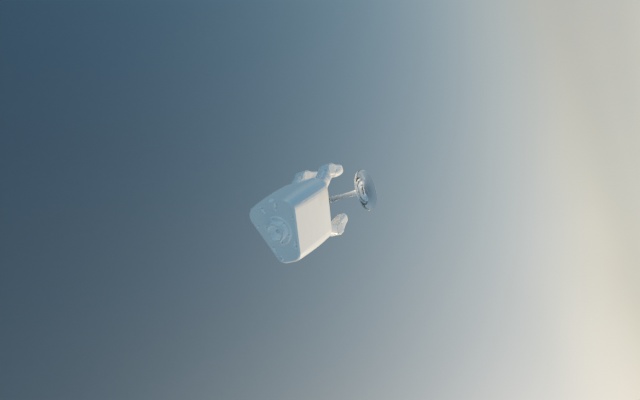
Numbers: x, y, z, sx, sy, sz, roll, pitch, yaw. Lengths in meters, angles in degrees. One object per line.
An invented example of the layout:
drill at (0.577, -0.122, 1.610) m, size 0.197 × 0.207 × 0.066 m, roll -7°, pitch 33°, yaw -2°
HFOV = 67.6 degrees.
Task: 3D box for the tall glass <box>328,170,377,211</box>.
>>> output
tall glass at (0.001, 0.003, 0.898) m, size 0.201 × 0.079 × 0.079 m, roll -15°, pitch -8°, yaw 33°
